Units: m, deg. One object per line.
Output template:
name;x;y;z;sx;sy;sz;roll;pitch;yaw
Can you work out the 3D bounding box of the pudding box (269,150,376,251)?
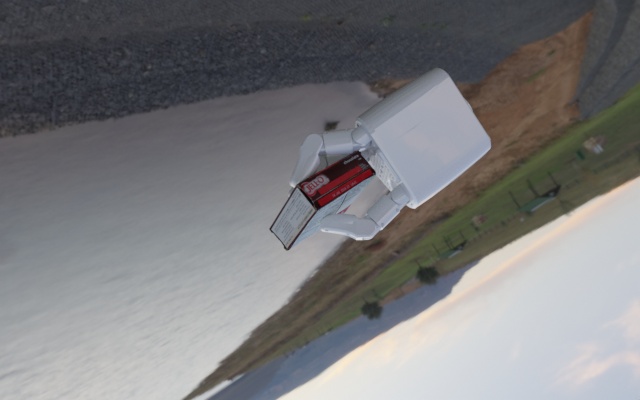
pudding box;0.000;0.002;0.527;0.090;0.039;0.113;-30;-15;-32
